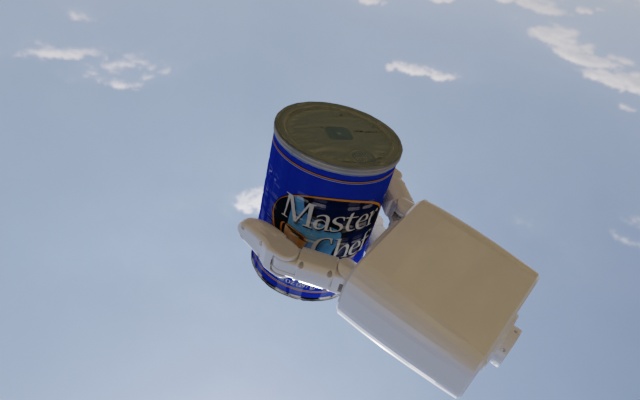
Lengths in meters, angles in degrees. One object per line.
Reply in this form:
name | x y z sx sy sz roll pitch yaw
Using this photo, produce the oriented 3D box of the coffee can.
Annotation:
coffee can | 0.000 0.001 0.411 0.103 0.140 0.102 10 36 -7
